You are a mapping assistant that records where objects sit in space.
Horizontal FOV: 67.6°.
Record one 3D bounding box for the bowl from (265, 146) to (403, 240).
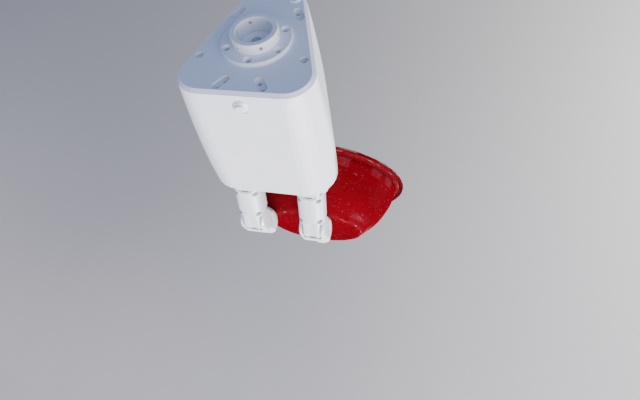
[{"bbox_3d":[0.001,0.002,0.488,0.162,0.055,0.162,9,-19,3],"label":"bowl"}]
